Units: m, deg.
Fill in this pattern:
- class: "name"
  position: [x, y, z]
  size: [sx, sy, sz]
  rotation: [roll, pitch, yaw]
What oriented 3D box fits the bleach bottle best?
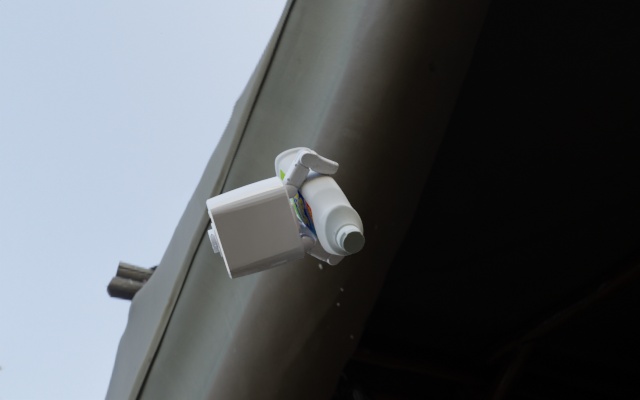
- class: "bleach bottle"
  position: [0.000, 0.002, 0.670]
  size: [0.068, 0.103, 0.250]
  rotation: [-17, 23, -12]
